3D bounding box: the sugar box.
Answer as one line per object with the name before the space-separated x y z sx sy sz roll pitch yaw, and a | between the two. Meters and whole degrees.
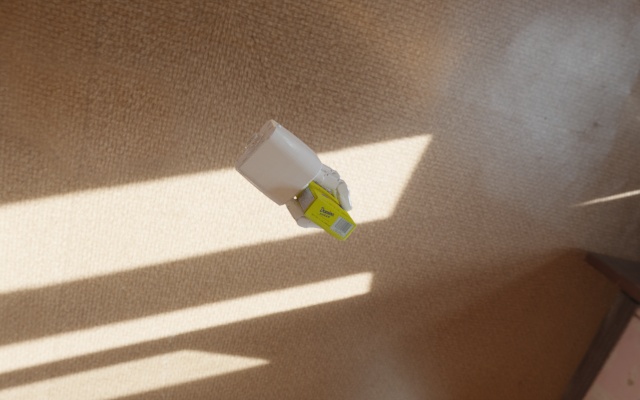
sugar box | 0.000 0.002 0.884 0.093 0.048 0.176 36 12 -22
